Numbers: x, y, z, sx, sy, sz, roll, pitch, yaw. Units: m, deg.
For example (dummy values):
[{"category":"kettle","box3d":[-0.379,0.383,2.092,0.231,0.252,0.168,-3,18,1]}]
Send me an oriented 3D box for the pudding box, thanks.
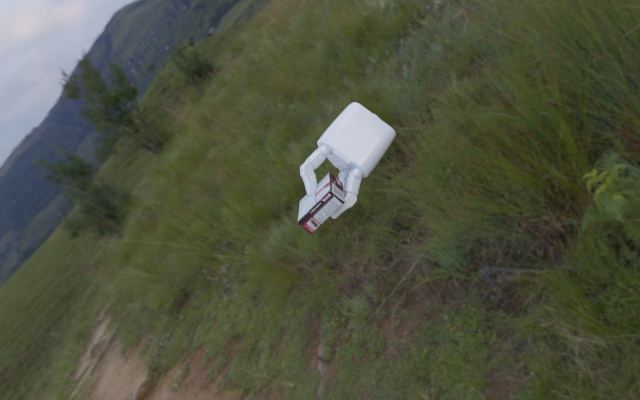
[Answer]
[{"category":"pudding box","box3d":[0.000,0.003,0.896,0.039,0.090,0.113,42,15,-13]}]
